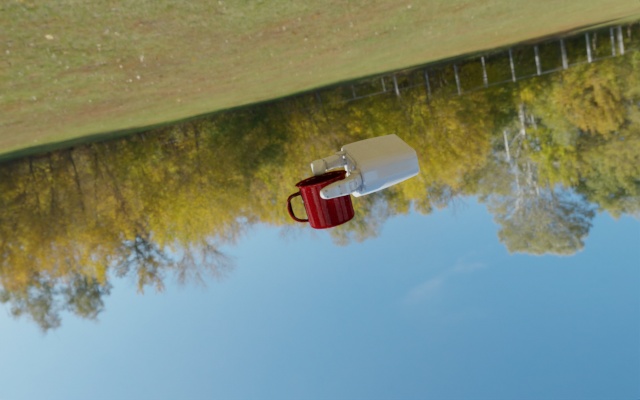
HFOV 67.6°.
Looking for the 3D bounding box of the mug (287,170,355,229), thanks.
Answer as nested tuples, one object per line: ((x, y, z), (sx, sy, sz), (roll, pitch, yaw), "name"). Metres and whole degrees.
((-0.001, 0.003, 0.826), (0.117, 0.081, 0.093), (-17, 12, -6), "mug")
